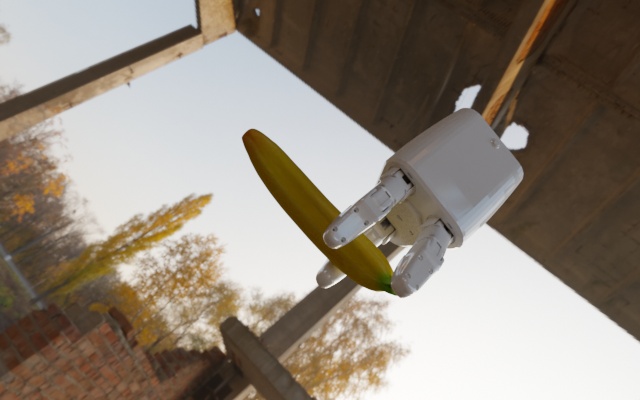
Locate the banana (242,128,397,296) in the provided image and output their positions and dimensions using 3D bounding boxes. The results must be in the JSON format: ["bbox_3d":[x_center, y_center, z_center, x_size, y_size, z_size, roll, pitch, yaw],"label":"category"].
[{"bbox_3d":[0.002,0.013,0.420,0.037,0.197,0.070,-38,-22,-21],"label":"banana"}]
